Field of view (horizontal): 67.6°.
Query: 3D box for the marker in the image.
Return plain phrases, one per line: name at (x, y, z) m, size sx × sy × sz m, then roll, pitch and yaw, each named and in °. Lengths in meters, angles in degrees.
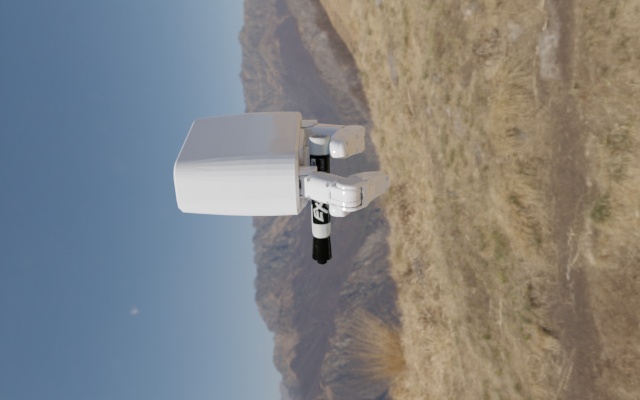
marker at (0.000, 0.001, 0.431) m, size 0.020 × 0.121 × 0.020 m, roll -1°, pitch 19°, yaw 0°
